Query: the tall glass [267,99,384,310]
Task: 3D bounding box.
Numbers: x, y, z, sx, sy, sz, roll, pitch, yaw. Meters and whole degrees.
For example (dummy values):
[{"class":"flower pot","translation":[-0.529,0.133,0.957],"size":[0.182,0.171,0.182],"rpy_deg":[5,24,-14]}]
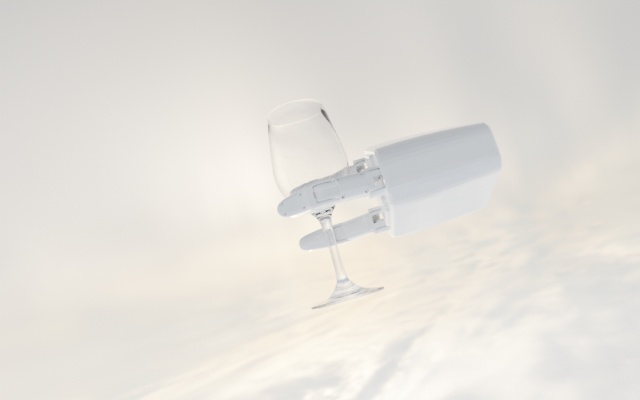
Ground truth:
[{"class":"tall glass","translation":[0.000,0.002,0.482],"size":[0.079,0.201,0.079],"rpy_deg":[-16,-10,-3]}]
